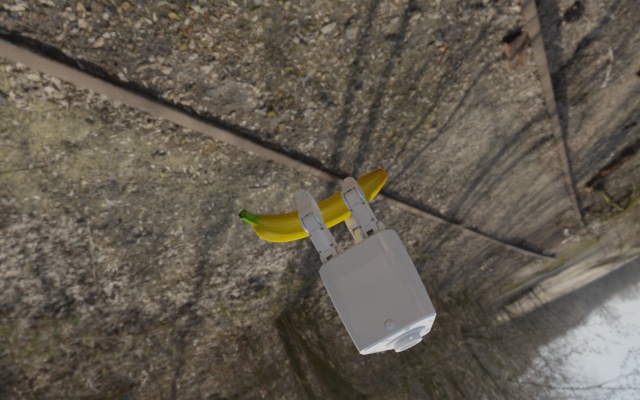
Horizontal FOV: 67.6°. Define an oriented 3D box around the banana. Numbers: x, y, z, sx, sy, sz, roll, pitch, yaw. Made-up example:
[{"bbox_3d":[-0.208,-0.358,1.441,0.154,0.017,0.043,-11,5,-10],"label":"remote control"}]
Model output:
[{"bbox_3d":[-0.003,0.013,0.623,0.198,0.037,0.070,-19,-32,-11],"label":"banana"}]
